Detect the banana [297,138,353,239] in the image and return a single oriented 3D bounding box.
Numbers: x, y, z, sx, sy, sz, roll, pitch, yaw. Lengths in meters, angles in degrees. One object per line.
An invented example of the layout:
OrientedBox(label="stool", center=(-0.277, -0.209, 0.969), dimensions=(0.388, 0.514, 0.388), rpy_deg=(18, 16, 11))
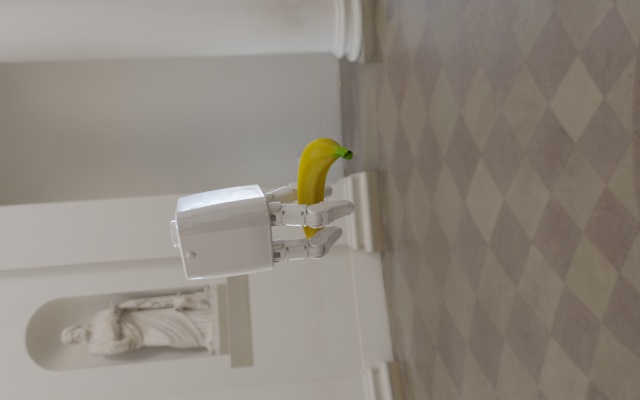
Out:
OrientedBox(label="banana", center=(-0.006, -0.015, 0.602), dimensions=(0.037, 0.069, 0.198), rpy_deg=(-12, -33, -18))
